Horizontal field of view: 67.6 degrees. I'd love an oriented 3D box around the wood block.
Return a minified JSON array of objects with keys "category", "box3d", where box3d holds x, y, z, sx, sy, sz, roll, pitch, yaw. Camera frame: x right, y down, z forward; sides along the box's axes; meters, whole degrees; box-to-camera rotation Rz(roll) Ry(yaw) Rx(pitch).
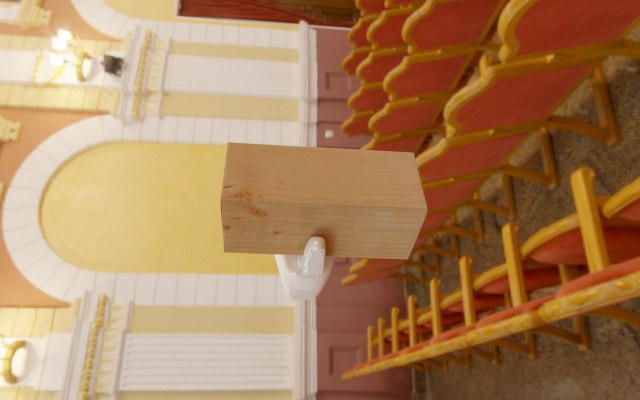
[{"category":"wood block","box3d":[0.000,0.002,0.527,0.206,0.090,0.090,2,-42,-6]}]
